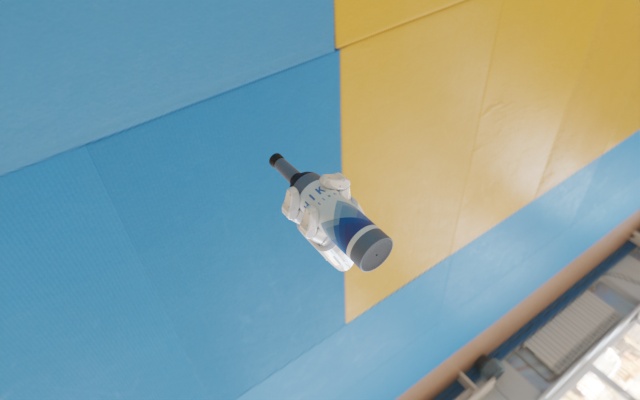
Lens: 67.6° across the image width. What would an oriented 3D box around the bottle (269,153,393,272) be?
[{"bbox_3d":[0.000,0.003,0.811,0.069,0.069,0.295,0,33,-44],"label":"bottle"}]
